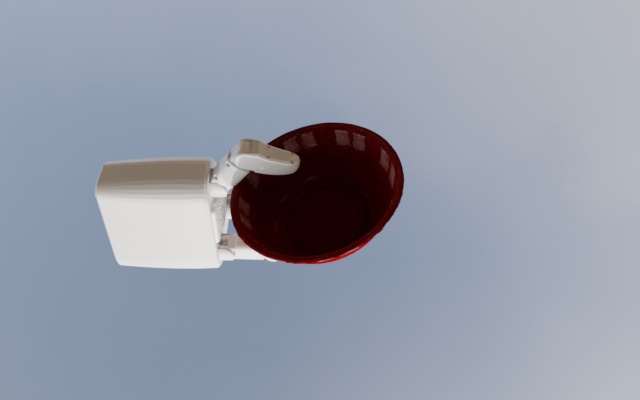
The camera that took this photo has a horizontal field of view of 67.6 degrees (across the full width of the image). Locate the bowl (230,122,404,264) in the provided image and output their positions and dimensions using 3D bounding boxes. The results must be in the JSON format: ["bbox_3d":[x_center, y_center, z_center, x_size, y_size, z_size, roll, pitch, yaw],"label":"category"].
[{"bbox_3d":[0.001,0.002,0.450,0.162,0.162,0.055,0,-37,17],"label":"bowl"}]
